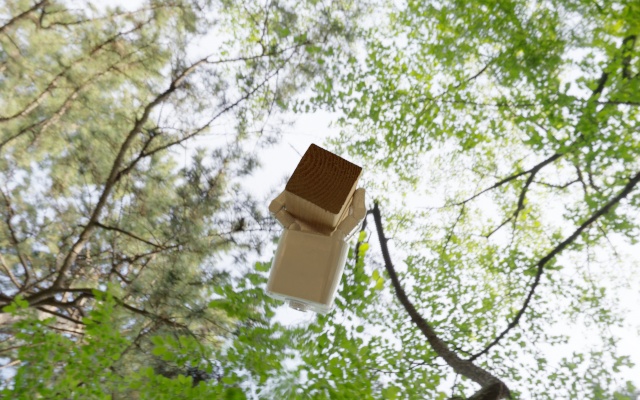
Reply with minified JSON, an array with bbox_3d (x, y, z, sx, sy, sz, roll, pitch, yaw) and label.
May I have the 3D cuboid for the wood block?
[{"bbox_3d":[0.000,0.003,0.797,0.091,0.090,0.206,27,-20,7],"label":"wood block"}]
